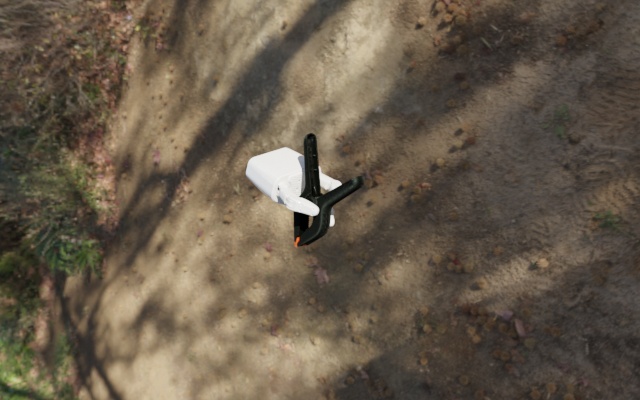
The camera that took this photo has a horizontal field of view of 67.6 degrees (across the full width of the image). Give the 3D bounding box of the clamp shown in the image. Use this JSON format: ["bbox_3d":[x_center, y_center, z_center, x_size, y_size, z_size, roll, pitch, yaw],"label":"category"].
[{"bbox_3d":[-0.001,0.003,0.867,0.036,0.210,0.164,-3,29,-39],"label":"clamp"}]
